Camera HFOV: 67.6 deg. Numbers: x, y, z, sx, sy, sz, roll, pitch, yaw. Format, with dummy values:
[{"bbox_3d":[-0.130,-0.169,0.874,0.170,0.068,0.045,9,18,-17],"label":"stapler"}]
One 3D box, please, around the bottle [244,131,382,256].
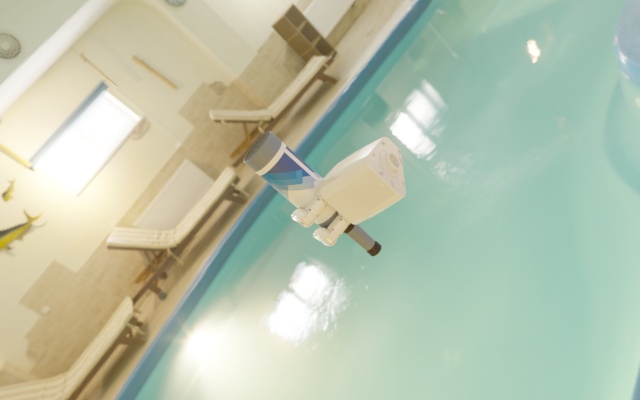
[{"bbox_3d":[0.000,0.003,0.828,0.296,0.069,0.069,41,-18,-22],"label":"bottle"}]
